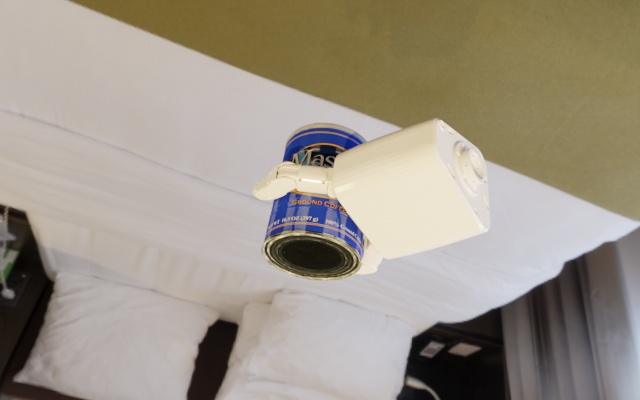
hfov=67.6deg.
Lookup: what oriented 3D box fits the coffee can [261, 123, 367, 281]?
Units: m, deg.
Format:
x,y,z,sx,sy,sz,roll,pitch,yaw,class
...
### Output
x,y,z,sx,sy,sz,roll,pitch,yaw,class
0.000,0.002,0.519,0.103,0.140,0.103,7,-34,4,coffee can
